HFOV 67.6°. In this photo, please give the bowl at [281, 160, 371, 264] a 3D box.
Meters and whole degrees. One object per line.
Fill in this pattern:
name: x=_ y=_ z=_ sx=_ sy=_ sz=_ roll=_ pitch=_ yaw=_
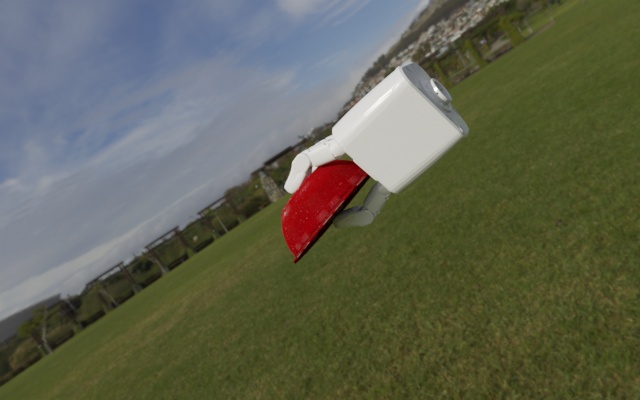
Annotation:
bowl: x=-0.001 y=0.003 z=0.607 sx=0.055 sy=0.162 sz=0.162 roll=40 pitch=4 yaw=5
